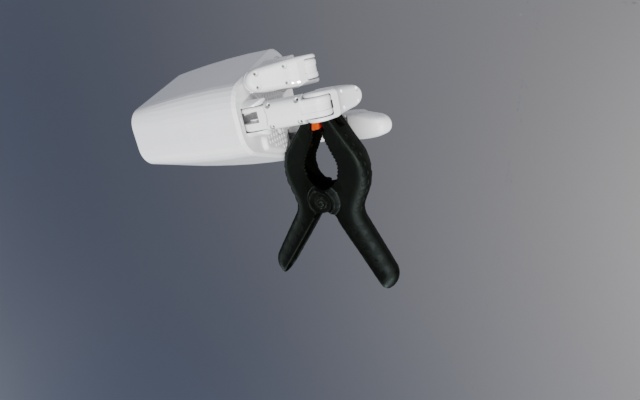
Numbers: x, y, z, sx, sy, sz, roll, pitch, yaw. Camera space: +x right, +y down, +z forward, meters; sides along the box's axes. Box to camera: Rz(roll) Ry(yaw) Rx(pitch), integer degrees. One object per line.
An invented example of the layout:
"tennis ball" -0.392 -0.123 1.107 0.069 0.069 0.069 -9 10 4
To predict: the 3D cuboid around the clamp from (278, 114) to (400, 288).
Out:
"clamp" 0.000 0.001 0.428 0.120 0.171 0.039 -6 18 22
